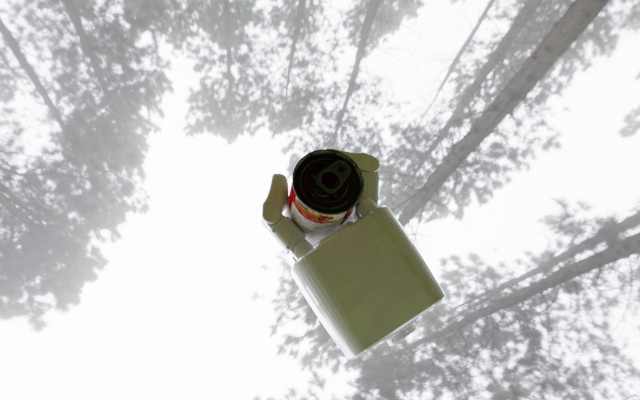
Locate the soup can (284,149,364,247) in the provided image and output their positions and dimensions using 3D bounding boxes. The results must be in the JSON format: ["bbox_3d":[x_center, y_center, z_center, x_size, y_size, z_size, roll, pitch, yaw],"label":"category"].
[{"bbox_3d":[0.000,0.001,0.489,0.068,0.068,0.102,0,-23,-9],"label":"soup can"}]
